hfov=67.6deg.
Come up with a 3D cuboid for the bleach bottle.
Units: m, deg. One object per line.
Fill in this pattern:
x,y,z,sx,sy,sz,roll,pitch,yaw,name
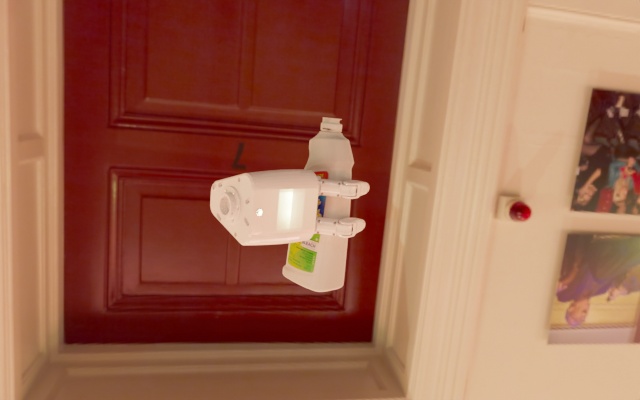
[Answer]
0.000,0.002,0.718,0.068,0.251,0.102,-3,13,-40,bleach bottle
